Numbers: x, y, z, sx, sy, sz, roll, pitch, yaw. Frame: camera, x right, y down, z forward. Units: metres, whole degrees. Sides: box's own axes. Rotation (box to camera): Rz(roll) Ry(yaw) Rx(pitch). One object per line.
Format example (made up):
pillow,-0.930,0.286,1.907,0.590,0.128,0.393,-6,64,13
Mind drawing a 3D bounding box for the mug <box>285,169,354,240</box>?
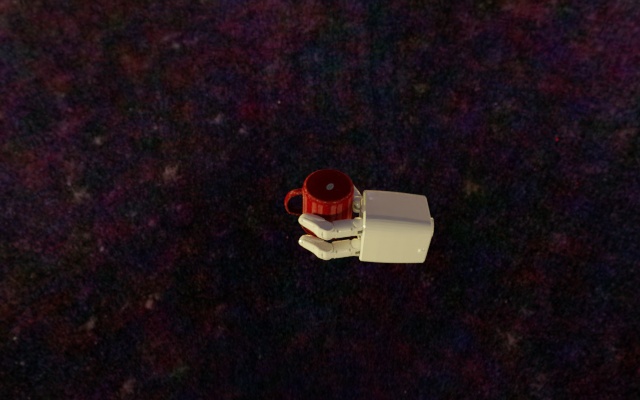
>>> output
mug,-0.001,0.002,0.783,0.117,0.093,0.082,3,-44,1
